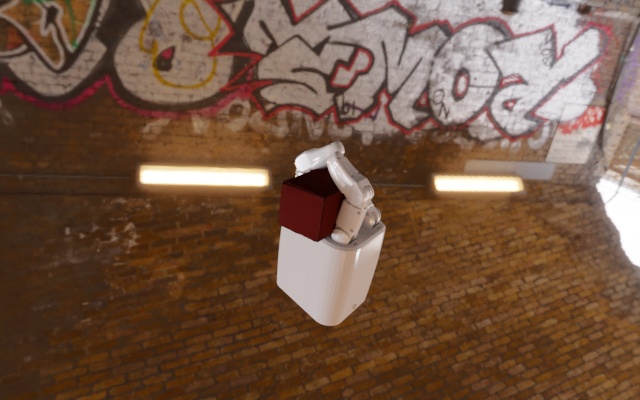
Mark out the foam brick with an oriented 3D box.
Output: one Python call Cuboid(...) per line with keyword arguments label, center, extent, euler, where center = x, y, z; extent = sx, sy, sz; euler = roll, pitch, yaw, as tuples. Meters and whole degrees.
Cuboid(label="foam brick", center=(0.000, 0.002, 0.506), extent=(0.053, 0.051, 0.078), euler=(23, 27, 27))
